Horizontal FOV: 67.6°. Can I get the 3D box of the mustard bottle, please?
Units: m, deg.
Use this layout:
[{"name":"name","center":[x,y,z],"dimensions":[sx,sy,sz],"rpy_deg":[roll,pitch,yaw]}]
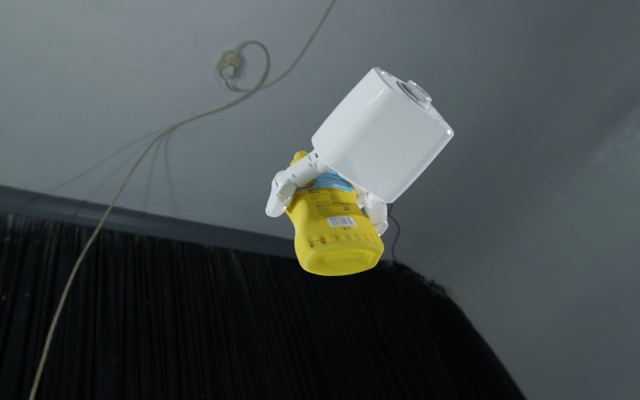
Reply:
[{"name":"mustard bottle","center":[0.000,0.002,0.587],"dimensions":[0.096,0.058,0.191],"rpy_deg":[-1,43,-22]}]
